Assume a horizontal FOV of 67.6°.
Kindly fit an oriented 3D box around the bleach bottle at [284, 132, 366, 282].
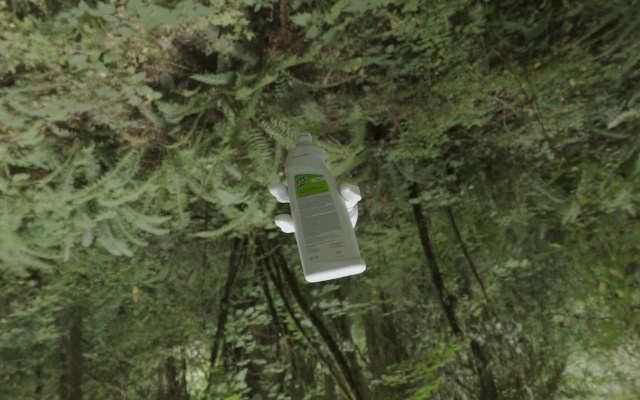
[{"bbox_3d":[0.000,0.003,0.799,0.102,0.250,0.068,-11,-17,0],"label":"bleach bottle"}]
